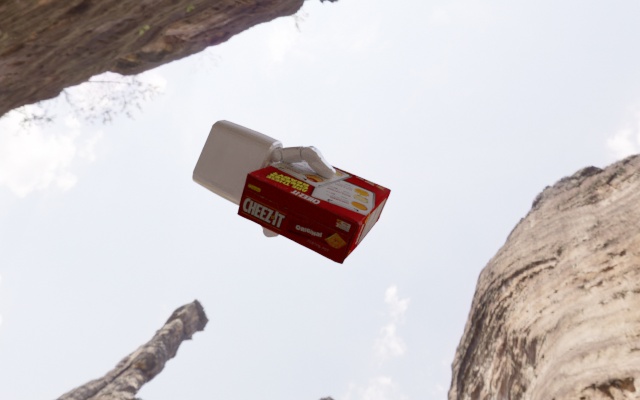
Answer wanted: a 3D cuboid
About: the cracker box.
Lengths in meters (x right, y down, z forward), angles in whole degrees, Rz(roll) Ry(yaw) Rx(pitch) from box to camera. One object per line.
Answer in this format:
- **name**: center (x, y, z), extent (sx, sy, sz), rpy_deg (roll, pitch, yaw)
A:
- **cracker box**: center (0.000, 0.002, 0.711), extent (0.164, 0.072, 0.213), rpy_deg (24, 20, 13)
